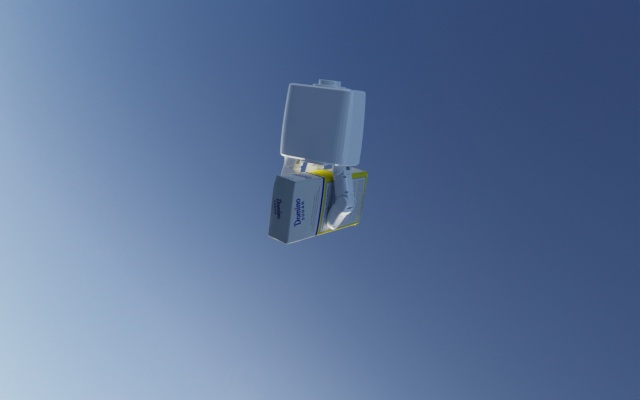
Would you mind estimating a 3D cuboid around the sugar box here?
[{"bbox_3d":[0.000,0.002,0.724,0.048,0.093,0.176,21,19,38],"label":"sugar box"}]
